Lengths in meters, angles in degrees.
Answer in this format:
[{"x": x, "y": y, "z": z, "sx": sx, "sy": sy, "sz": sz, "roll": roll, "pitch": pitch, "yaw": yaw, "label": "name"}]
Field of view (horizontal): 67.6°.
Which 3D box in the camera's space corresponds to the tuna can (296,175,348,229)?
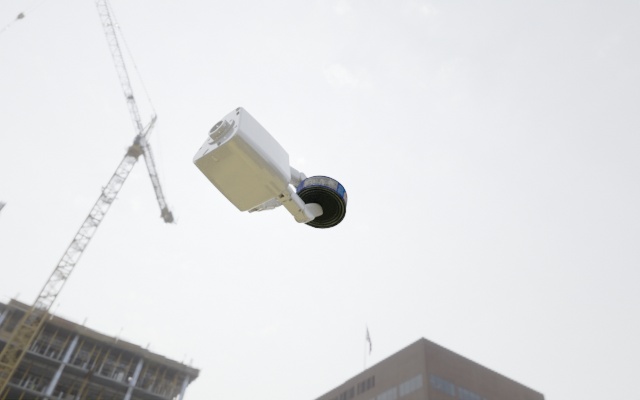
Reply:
[{"x": 0.000, "y": 0.002, "z": 0.753, "sx": 0.086, "sy": 0.086, "sz": 0.033, "roll": 0, "pitch": 39, "yaw": 10, "label": "tuna can"}]
